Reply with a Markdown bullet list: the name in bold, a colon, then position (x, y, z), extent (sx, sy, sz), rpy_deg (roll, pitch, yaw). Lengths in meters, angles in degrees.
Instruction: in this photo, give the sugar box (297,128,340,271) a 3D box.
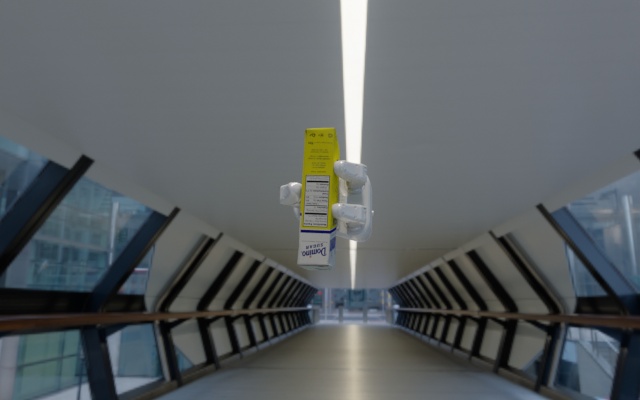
- **sugar box**: position (0.001, 0.002, 0.629), extent (0.048, 0.176, 0.093), rpy_deg (-1, -11, 6)
